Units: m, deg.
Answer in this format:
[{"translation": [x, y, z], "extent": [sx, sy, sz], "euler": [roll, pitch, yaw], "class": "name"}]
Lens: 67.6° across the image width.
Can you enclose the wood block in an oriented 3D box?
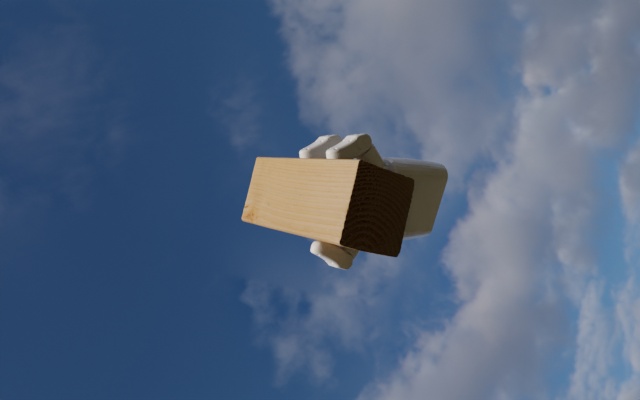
[{"translation": [0.000, 0.002, 0.579], "extent": [0.090, 0.091, 0.206], "euler": [15, -5, -37], "class": "wood block"}]
